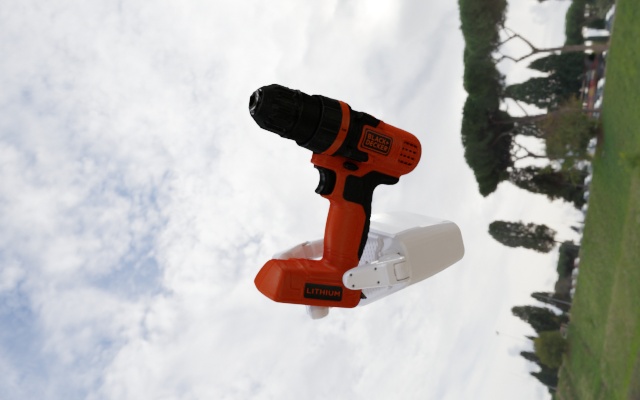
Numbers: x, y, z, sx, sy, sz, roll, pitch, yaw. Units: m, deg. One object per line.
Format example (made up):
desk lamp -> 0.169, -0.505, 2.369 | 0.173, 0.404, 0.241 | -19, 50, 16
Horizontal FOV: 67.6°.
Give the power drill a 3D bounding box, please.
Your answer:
power drill -> 0.000, 0.002, 0.442 | 0.184, 0.187, 0.057 | 14, 7, -31
